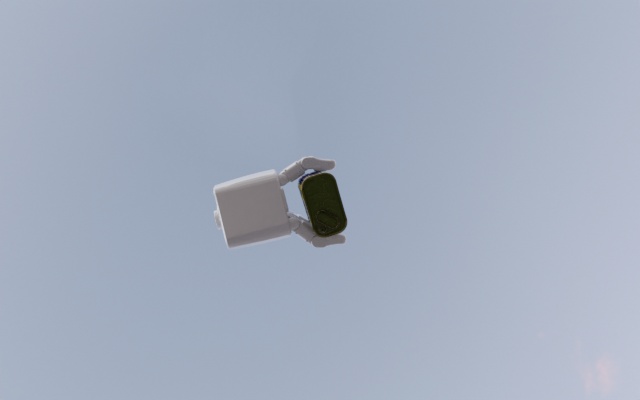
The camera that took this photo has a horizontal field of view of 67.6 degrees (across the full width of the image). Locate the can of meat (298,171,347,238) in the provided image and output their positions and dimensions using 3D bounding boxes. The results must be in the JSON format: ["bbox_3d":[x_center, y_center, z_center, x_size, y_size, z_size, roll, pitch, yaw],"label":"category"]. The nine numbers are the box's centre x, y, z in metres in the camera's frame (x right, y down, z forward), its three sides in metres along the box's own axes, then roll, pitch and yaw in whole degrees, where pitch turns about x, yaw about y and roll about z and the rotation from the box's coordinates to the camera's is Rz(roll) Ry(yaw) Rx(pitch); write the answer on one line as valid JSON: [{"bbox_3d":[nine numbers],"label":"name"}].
[{"bbox_3d":[0.000,0.002,0.793,0.057,0.102,0.084,-18,10,-7],"label":"can of meat"}]
